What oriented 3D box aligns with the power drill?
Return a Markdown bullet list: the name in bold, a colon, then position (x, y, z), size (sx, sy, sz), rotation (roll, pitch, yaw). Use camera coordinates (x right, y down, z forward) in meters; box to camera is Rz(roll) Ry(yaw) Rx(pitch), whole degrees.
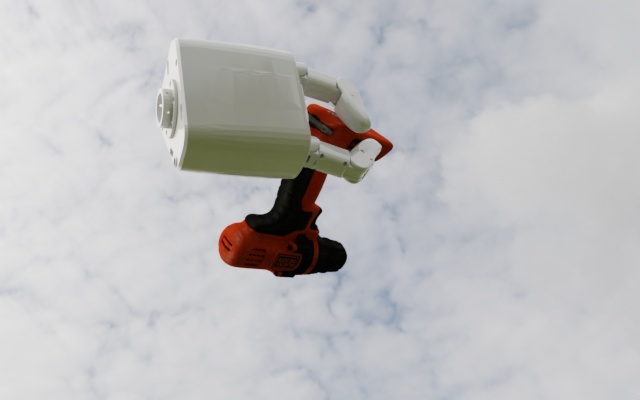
- **power drill**: position (0.000, 0.001, 0.520), size (0.184, 0.188, 0.057), rotation (12, 22, -49)
